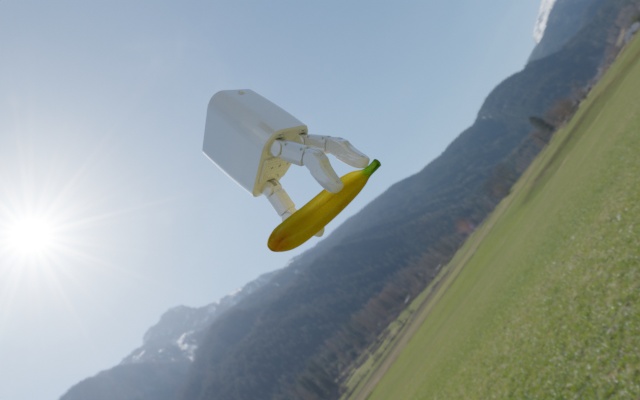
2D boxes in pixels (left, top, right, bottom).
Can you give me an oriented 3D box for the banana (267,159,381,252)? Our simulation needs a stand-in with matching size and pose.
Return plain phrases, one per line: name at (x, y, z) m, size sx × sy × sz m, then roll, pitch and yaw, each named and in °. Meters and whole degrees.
banana at (-0.002, 0.010, 0.590) m, size 0.197 × 0.037 × 0.070 m, roll -40°, pitch -16°, yaw -34°
